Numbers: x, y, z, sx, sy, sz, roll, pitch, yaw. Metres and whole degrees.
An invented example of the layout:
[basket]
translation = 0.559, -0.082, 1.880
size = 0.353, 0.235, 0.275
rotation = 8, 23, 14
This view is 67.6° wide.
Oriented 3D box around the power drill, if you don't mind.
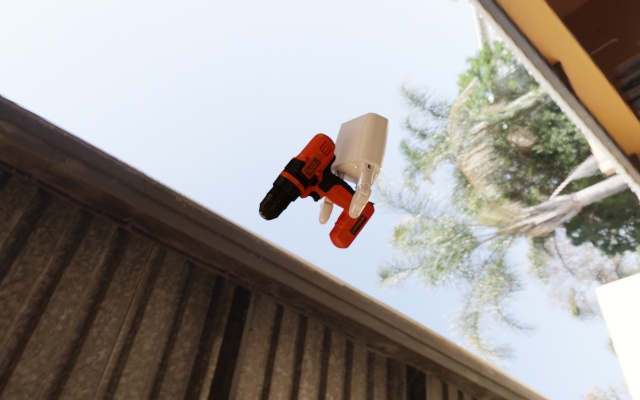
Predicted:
[power drill]
translation = 0.001, 0.003, 0.851
size = 0.188, 0.184, 0.057
rotation = 47, -15, -30
